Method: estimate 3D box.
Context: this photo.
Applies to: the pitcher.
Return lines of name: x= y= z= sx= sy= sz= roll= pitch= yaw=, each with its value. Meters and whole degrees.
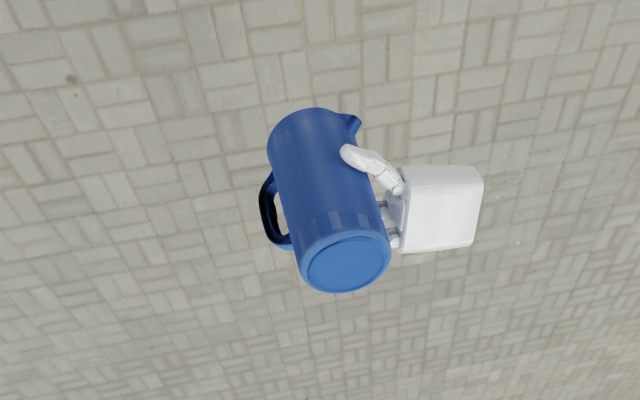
pitcher: x=0.000 y=0.002 z=0.623 sx=0.145 sy=0.149 sz=0.242 roll=-1 pitch=41 yaw=-13
